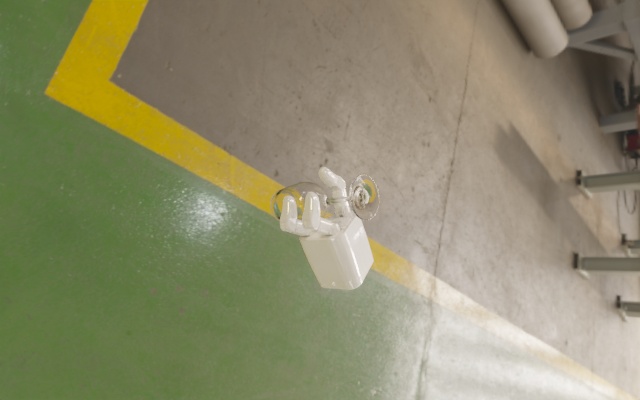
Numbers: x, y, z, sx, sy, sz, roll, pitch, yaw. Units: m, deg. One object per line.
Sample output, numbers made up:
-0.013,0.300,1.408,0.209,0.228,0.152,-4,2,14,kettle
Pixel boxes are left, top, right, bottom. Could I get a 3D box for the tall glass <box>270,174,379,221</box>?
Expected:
0.001,0.003,0.830,0.201,0.079,0.079,-6,-4,44,tall glass
